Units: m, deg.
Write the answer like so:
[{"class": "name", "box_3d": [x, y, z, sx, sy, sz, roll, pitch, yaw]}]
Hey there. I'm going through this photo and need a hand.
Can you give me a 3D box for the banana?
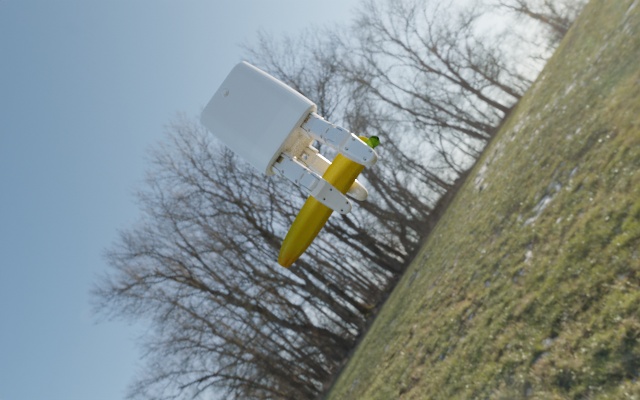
[{"class": "banana", "box_3d": [0.007, -0.005, 0.574, 0.037, 0.198, 0.069, 36, 21, 4]}]
